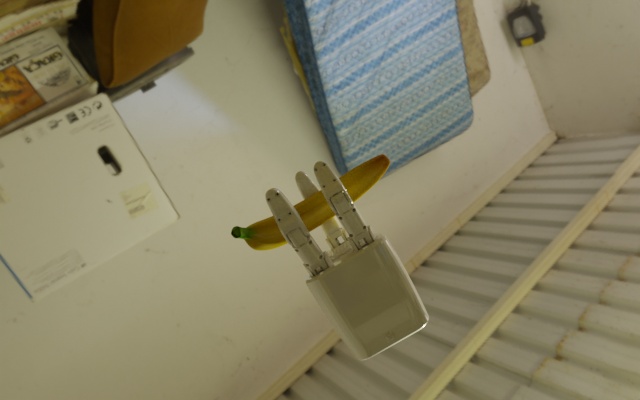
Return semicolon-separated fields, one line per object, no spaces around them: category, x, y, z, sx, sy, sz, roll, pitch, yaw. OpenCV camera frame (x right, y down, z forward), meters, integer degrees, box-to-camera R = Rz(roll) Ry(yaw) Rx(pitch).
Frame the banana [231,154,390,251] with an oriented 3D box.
banana;-0.006;0.009;0.539;0.198;0.037;0.070;-29;-10;-19
